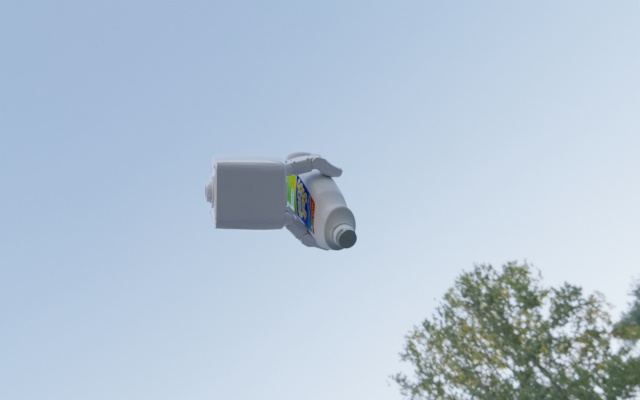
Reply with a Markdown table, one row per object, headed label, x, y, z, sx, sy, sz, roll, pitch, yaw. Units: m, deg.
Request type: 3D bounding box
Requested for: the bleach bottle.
| label | x | y | z | sx | sy | sz | roll | pitch | yaw |
| --- | --- | --- | --- | --- | --- | --- | --- | --- | --- |
| bleach bottle | 0.000 | 0.003 | 0.762 | 0.068 | 0.102 | 0.250 | 1 | 20 | -19 |
